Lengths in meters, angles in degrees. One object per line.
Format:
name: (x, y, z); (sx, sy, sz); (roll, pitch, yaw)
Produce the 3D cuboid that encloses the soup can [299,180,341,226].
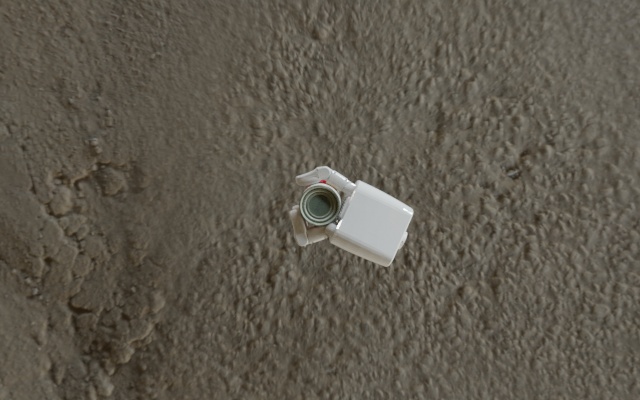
soup can: (0.000, 0.002, 0.808); (0.068, 0.068, 0.102); (0, 7, 2)
